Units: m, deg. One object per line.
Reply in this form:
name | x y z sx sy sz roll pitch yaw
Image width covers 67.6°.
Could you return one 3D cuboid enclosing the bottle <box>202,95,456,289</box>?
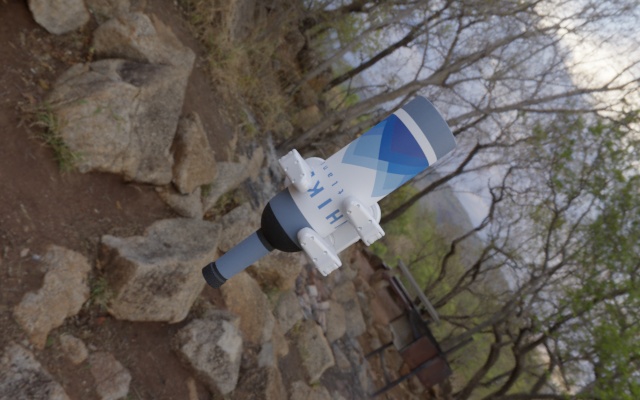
bottle | 0.000 0.001 0.506 0.296 0.069 0.069 -35 -3 5
